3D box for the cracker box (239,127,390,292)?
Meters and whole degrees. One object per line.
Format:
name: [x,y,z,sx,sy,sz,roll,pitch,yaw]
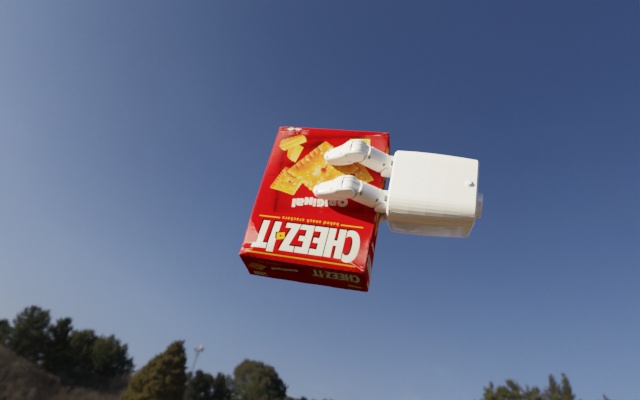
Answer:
cracker box: [0.000,0.002,0.650,0.164,0.213,0.072,6,-31,13]
